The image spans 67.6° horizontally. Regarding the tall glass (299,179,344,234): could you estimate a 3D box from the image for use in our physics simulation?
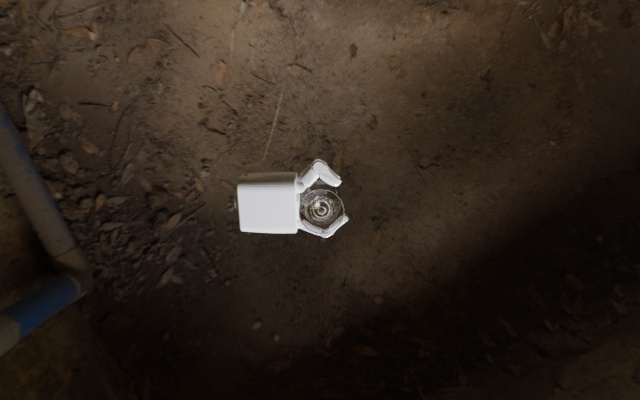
[{"bbox_3d":[0.000,0.003,0.877,0.079,0.079,0.201,0,9,0],"label":"tall glass"}]
